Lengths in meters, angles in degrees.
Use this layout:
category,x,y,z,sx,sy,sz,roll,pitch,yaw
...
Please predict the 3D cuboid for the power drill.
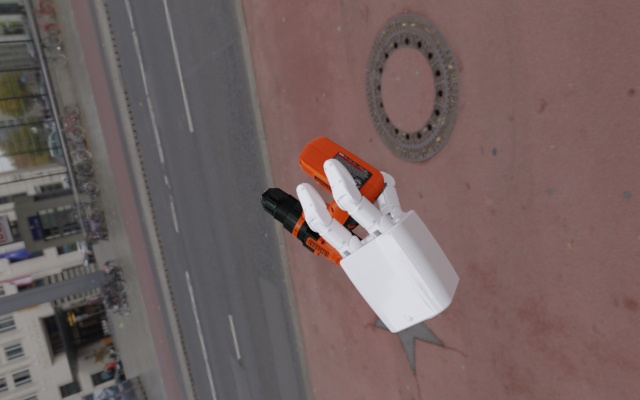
category,x,y,z,sx,sy,sz,roll,pitch,yaw
power drill,0.000,0.002,0.639,0.184,0.057,0.188,33,-32,11
